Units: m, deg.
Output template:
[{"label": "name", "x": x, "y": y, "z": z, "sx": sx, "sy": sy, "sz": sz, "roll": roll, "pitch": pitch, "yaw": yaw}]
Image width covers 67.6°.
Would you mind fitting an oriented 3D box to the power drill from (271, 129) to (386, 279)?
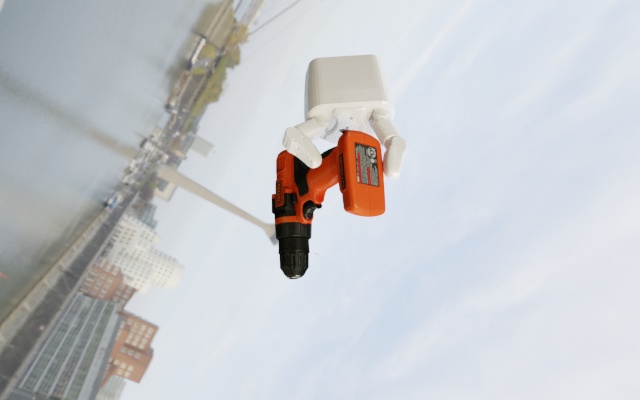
[{"label": "power drill", "x": 0.000, "y": 0.002, "z": 0.615, "sx": 0.057, "sy": 0.184, "sz": 0.188, "roll": 7, "pitch": -17, "yaw": -37}]
